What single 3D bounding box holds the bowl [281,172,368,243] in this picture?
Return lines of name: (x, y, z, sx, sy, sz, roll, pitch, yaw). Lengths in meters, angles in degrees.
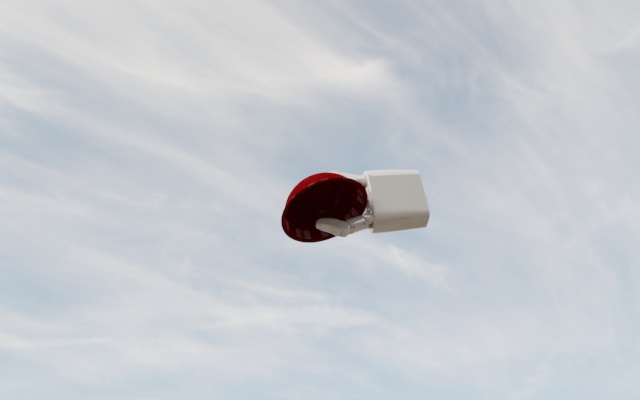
bowl: (-0.001, 0.002, 0.851, 0.162, 0.162, 0.055, 0, 44, -28)
